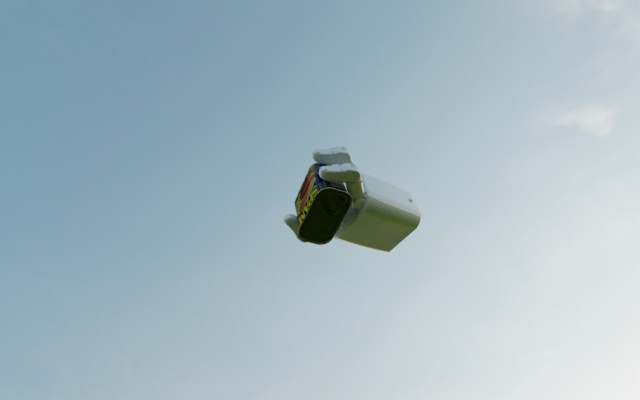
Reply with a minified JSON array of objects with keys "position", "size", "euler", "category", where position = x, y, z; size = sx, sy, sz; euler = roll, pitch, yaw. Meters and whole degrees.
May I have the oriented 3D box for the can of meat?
[{"position":[0.000,0.002,0.742],"size":[0.057,0.102,0.084],"euler":[15,30,-20],"category":"can of meat"}]
